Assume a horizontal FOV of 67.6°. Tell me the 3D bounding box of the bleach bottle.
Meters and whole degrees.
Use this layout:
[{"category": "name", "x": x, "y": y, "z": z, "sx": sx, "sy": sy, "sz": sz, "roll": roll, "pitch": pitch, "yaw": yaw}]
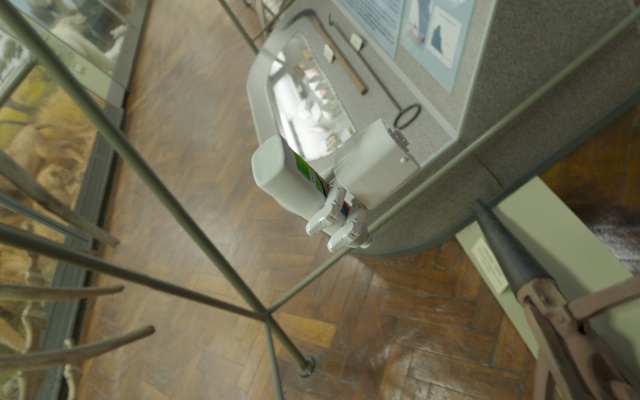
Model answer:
[{"category": "bleach bottle", "x": 0.000, "y": 0.003, "z": 0.786, "sx": 0.068, "sy": 0.102, "sz": 0.251, "roll": -39, "pitch": -53, "yaw": 17}]
